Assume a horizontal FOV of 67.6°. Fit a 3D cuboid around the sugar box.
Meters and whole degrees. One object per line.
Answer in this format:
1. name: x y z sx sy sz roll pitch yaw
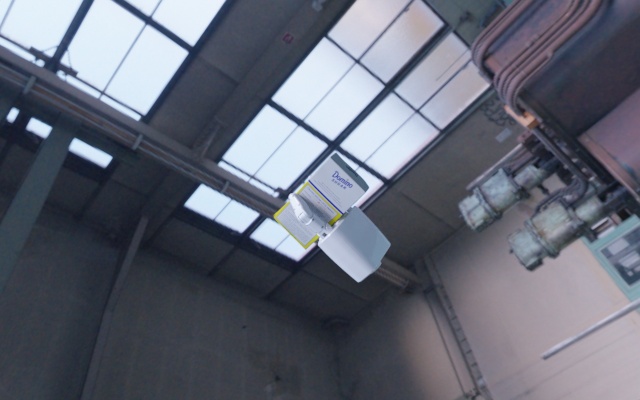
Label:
1. sugar box: 0.000 0.003 0.899 0.176 0.093 0.048 -44 1 25
